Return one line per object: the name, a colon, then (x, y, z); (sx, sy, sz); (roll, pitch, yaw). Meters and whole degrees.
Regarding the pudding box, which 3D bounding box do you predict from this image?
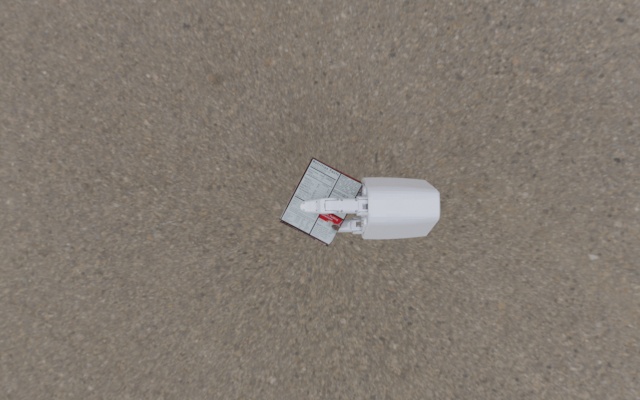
pudding box: (0.000, 0.002, 0.737); (0.090, 0.113, 0.039); (28, -4, -2)
